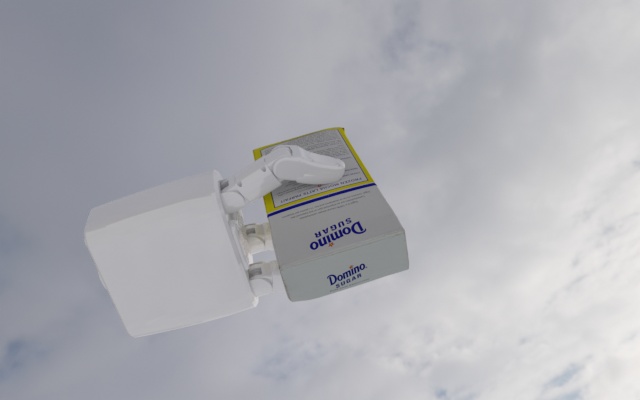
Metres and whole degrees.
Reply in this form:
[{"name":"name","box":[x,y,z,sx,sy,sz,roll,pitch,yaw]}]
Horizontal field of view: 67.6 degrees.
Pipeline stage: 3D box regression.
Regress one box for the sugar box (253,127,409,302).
[{"name":"sugar box","box":[0.000,0.002,0.403,0.093,0.048,0.176,-16,38,-3]}]
